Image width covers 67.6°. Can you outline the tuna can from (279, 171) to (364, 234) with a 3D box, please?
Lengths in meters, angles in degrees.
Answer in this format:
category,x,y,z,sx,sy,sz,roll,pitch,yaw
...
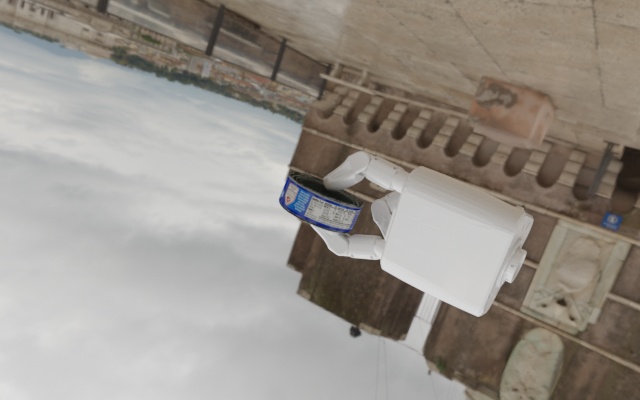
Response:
category,x,y,z,sx,sy,sz,roll,pitch,yaw
tuna can,0.000,0.002,0.505,0.086,0.034,0.086,23,11,-5
